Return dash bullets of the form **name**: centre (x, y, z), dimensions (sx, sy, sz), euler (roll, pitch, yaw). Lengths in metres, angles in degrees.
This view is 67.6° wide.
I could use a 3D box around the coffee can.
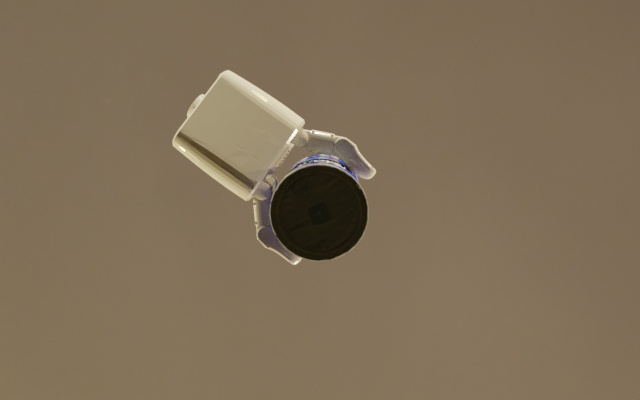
- **coffee can**: centre (0.000, 0.002, 0.559), dimensions (0.103, 0.103, 0.140), euler (0, 10, 1)
